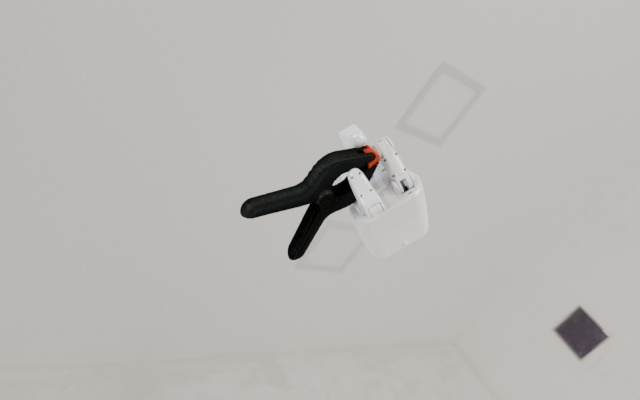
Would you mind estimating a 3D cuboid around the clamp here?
[{"bbox_3d":[0.000,0.001,0.576,0.171,0.039,0.120,-30,-39,-2],"label":"clamp"}]
